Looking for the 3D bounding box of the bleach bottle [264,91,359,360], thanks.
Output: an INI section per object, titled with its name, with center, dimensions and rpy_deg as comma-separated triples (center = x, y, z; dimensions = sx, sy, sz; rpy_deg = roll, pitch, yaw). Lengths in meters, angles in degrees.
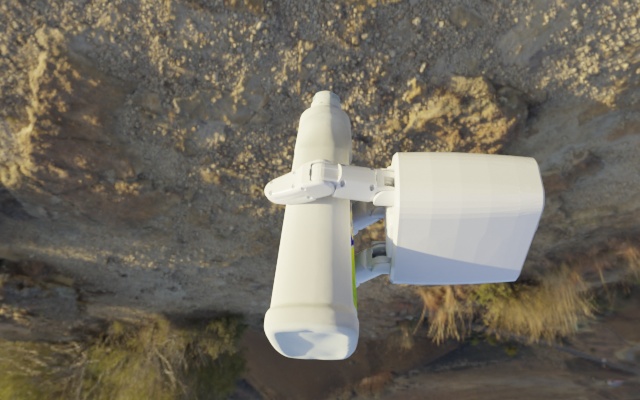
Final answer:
[bleach bottle]
center = 0.000, 0.001, 0.419
dimensions = 0.068, 0.250, 0.103
rpy_deg = 1, -30, 3
